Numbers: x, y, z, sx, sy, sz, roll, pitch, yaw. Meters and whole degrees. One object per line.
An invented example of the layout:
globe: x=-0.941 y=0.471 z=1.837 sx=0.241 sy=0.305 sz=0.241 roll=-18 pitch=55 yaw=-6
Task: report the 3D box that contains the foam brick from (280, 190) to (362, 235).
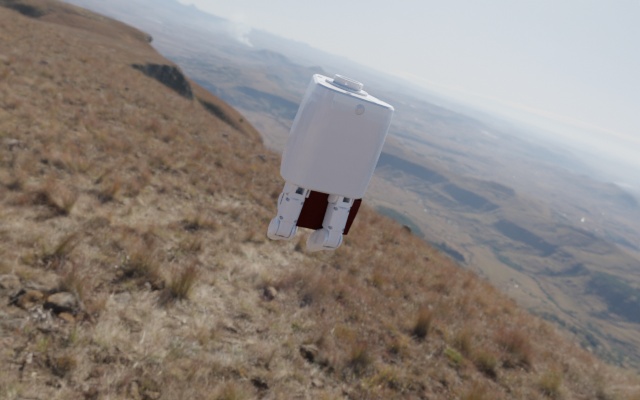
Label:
foam brick: x=0.000 y=0.002 z=0.568 sx=0.078 sy=0.051 sz=0.053 roll=12 pitch=23 yaw=-26
